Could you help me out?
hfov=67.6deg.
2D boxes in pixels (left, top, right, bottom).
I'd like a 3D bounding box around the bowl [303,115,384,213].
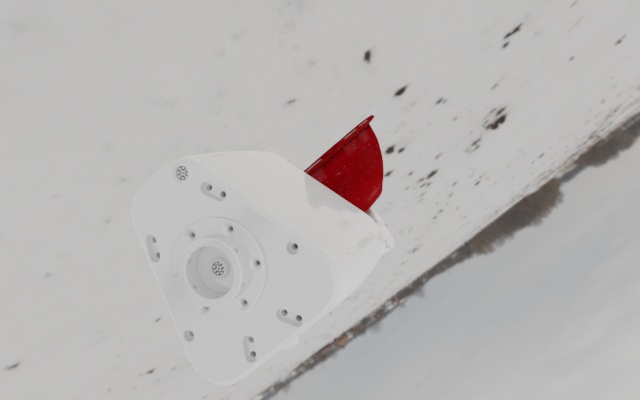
[{"bbox_3d":[0.001,0.001,0.407,0.162,0.055,0.162,-42,3,2],"label":"bowl"}]
